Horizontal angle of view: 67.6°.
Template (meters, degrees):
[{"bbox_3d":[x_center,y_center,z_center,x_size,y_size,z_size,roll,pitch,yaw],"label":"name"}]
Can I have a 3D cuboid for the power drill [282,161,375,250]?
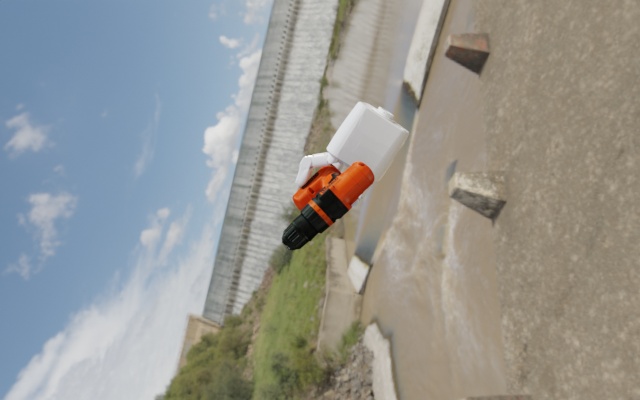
[{"bbox_3d":[0.000,0.002,0.830,0.184,0.057,0.187,-41,13,-2],"label":"power drill"}]
